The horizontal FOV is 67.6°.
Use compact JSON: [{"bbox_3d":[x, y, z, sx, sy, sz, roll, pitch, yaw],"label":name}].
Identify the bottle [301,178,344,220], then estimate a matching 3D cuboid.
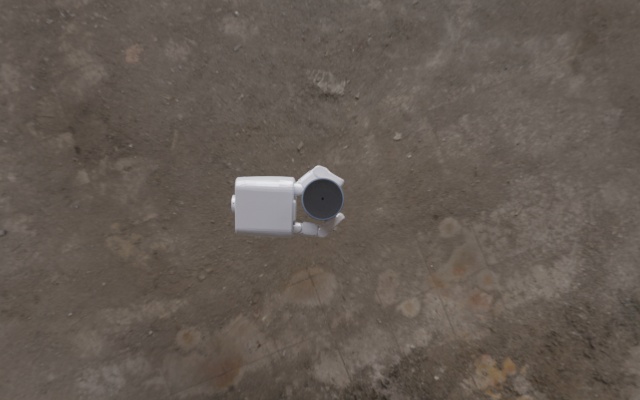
[{"bbox_3d":[0.000,0.003,0.885,0.069,0.069,0.296,0,-2,-1],"label":"bottle"}]
